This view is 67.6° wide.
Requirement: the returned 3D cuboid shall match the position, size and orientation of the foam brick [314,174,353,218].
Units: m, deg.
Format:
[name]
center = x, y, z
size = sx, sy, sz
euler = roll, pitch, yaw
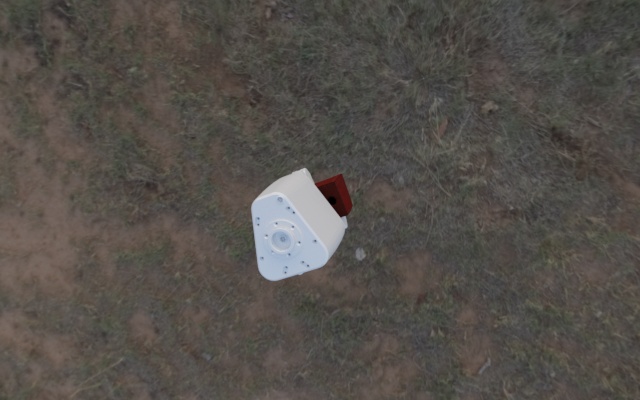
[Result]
[foam brick]
center = 0.000, 0.002, 0.682
size = 0.078, 0.053, 0.051
euler = -19, 9, 16
